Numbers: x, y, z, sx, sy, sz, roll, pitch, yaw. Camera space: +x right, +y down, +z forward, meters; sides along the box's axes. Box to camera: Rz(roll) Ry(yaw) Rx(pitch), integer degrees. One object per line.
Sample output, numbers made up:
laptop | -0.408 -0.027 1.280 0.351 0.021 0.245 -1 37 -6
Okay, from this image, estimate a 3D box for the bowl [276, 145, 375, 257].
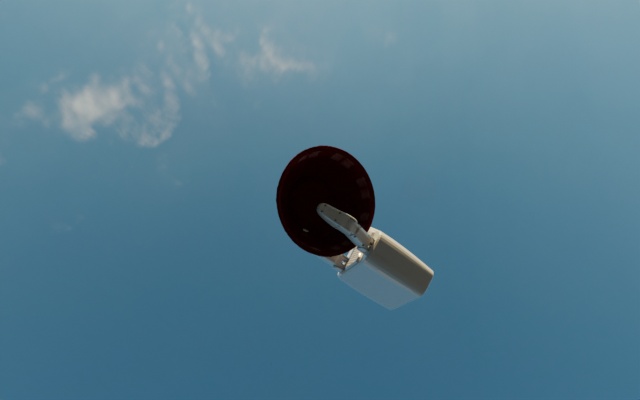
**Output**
bowl | -0.001 0.001 0.712 0.162 0.162 0.055 0 -4 -27
